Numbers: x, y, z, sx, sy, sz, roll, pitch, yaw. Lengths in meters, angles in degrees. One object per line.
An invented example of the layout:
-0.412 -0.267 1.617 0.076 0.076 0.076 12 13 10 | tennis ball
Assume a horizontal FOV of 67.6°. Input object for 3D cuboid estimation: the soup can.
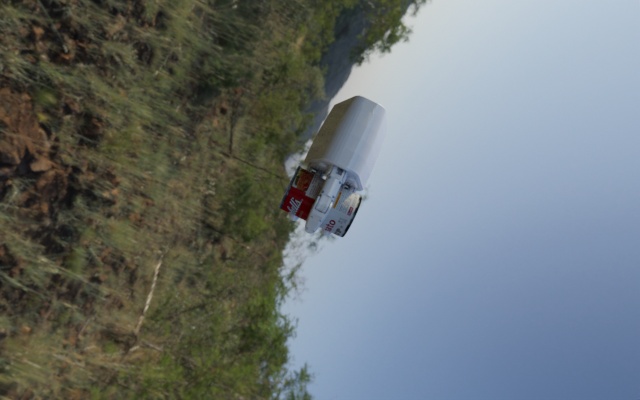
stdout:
0.000 0.003 0.688 0.102 0.068 0.068 26 -1 -3 | soup can
